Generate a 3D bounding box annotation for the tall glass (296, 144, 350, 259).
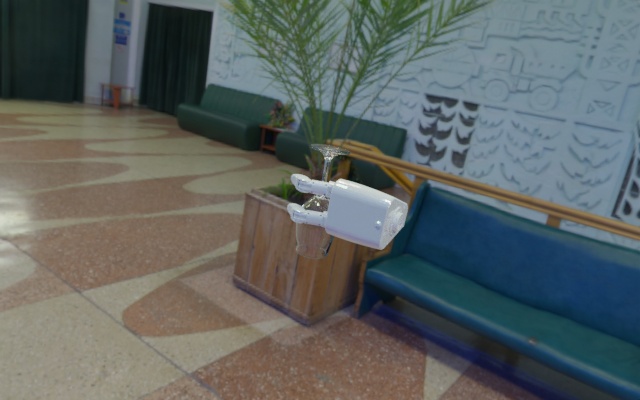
[{"bbox_3d":[0.000,0.002,0.874,0.079,0.201,0.079,10,15,-3],"label":"tall glass"}]
